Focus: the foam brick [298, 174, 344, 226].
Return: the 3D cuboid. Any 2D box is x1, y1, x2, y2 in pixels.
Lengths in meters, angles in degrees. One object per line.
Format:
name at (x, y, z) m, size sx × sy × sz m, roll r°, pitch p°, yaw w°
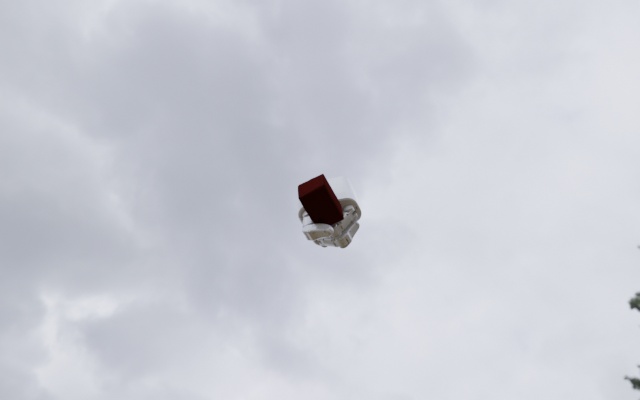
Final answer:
foam brick at (0.000, 0.003, 0.839) m, size 0.053 × 0.078 × 0.051 m, roll -25°, pitch 27°, yaw 10°
